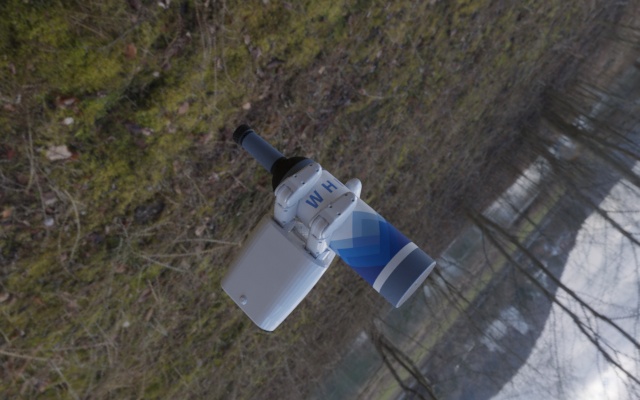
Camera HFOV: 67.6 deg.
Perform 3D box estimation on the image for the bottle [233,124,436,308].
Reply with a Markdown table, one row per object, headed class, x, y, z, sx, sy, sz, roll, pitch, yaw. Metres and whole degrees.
| class | x | y | z | sx | sy | sz | roll | pitch | yaw |
| --- | --- | --- | --- | --- | --- | --- | --- | --- | --- |
| bottle | 0.000 | 0.002 | 0.570 | 0.295 | 0.069 | 0.069 | 41 | 17 | 20 |
